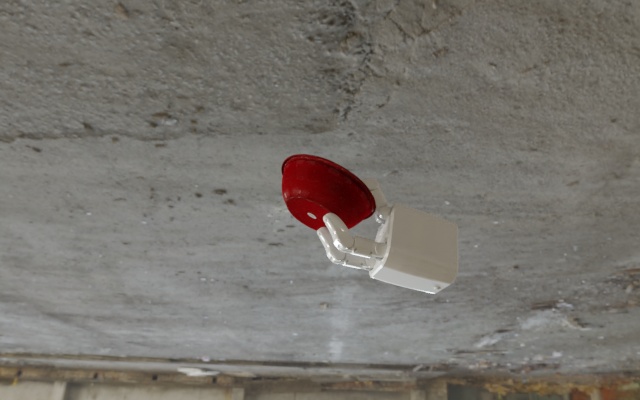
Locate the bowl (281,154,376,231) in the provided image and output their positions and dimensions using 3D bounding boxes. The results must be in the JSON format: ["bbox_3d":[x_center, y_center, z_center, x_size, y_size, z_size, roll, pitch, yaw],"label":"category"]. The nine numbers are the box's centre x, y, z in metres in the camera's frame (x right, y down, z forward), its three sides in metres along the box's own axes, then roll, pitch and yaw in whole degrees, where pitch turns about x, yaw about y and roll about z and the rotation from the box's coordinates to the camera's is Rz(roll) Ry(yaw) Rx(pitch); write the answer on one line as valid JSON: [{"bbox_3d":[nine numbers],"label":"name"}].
[{"bbox_3d":[-0.001,0.002,0.729,0.162,0.055,0.162,23,-27,12],"label":"bowl"}]
